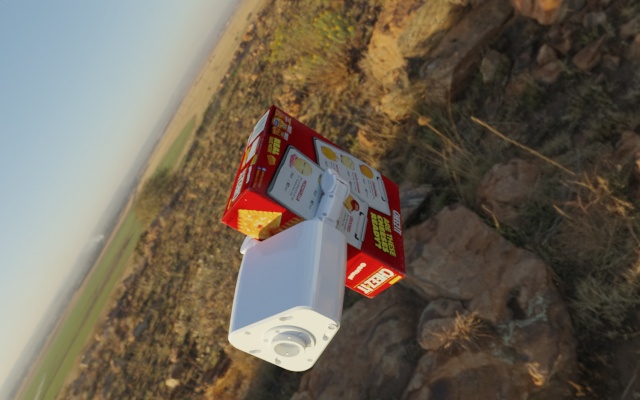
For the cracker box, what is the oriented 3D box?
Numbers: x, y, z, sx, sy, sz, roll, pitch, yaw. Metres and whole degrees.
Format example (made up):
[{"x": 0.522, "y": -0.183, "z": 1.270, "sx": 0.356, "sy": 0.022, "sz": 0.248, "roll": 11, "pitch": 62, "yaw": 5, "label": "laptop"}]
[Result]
[{"x": 0.000, "y": 0.002, "z": 0.589, "sx": 0.214, "sy": 0.164, "sz": 0.072, "roll": 31, "pitch": -52, "yaw": -21, "label": "cracker box"}]
